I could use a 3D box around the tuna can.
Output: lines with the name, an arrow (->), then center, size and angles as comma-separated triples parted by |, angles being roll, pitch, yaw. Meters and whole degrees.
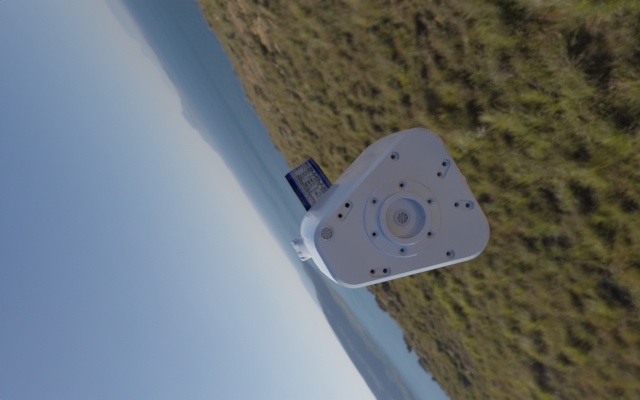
tuna can -> 0.000, 0.002, 0.480 | 0.034, 0.086, 0.086 | -33, 1, -2
